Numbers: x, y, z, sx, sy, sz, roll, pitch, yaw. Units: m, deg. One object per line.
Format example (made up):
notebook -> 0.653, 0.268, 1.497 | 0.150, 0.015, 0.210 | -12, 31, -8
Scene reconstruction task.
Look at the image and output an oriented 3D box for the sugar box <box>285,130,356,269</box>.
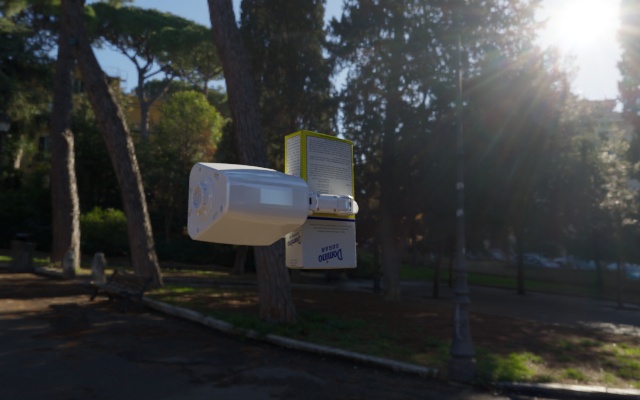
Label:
sugar box -> 0.000, 0.002, 0.636 | 0.093, 0.176, 0.048 | 6, -8, -38
